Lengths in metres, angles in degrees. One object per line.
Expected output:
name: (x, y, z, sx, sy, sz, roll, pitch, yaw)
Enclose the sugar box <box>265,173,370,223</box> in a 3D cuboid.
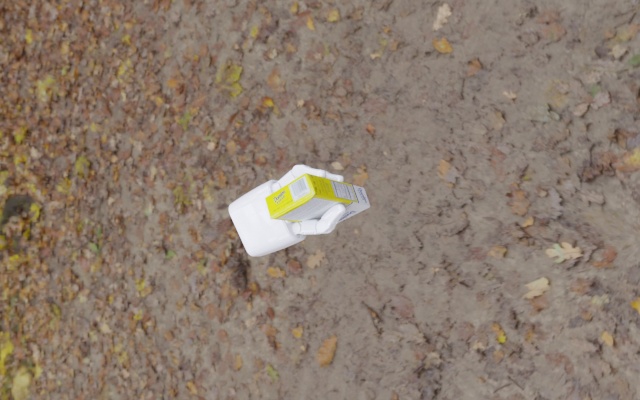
sugar box: (0.000, 0.002, 0.809, 0.093, 0.048, 0.176, -28, -19, 28)
